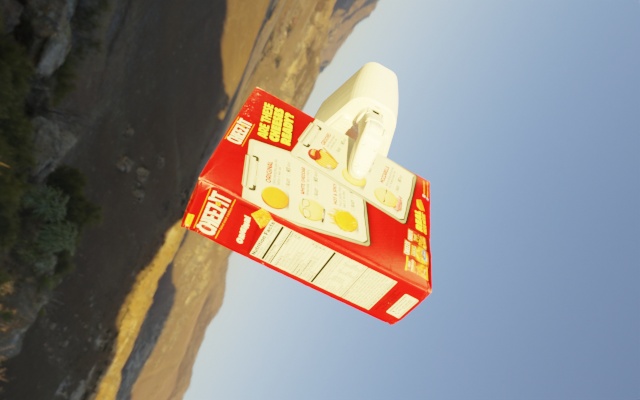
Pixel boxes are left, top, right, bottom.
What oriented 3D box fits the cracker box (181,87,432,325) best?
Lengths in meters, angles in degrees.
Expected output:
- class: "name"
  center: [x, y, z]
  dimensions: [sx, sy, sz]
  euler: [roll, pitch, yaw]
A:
- class: "cracker box"
  center: [0.000, 0.001, 0.460]
  dimensions: [0.214, 0.072, 0.164]
  euler: [27, 38, -9]
